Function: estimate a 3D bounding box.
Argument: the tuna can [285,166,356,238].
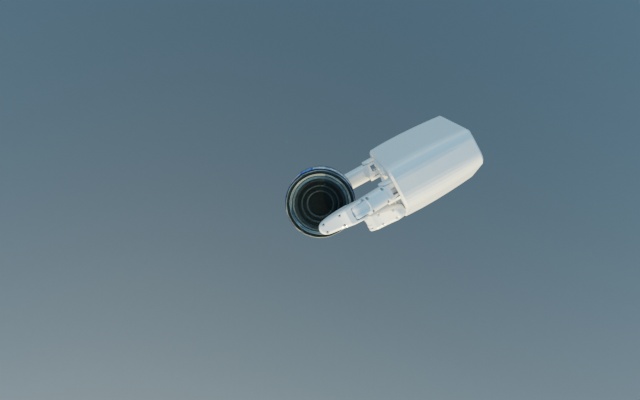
[{"bbox_3d":[0.000,0.002,0.580,0.086,0.086,0.033,0,10,1],"label":"tuna can"}]
